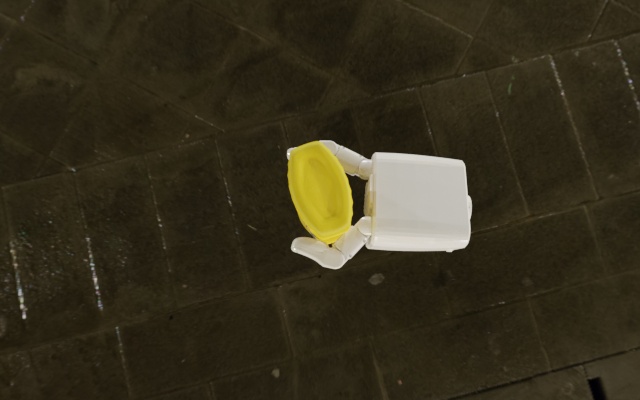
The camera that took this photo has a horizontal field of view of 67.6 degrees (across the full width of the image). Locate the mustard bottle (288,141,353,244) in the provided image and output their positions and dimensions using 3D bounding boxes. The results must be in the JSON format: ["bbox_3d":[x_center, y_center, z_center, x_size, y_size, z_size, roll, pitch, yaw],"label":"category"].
[{"bbox_3d":[0.000,0.002,0.554,0.058,0.096,0.192,-21,-8,-3],"label":"mustard bottle"}]
